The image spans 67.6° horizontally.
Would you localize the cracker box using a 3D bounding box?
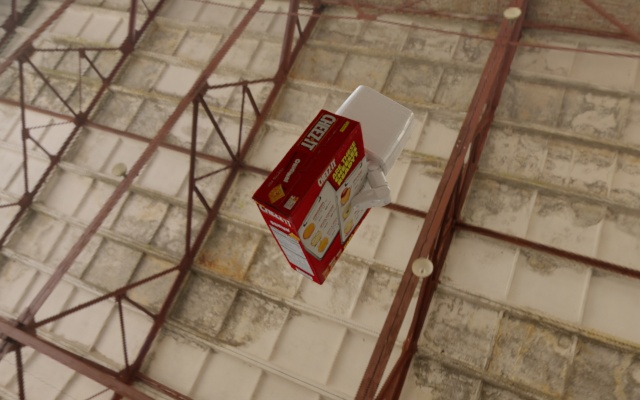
[{"bbox_3d":[0.000,0.002,0.687,0.072,0.164,0.214,25,-23,25],"label":"cracker box"}]
